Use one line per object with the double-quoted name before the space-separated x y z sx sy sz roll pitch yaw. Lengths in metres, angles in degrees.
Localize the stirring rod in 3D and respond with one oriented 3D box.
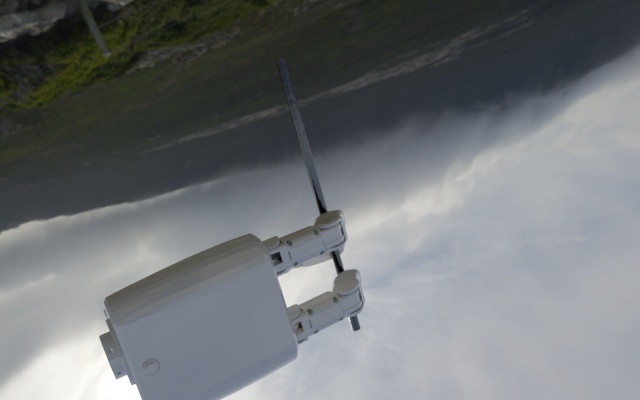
"stirring rod" 0.000 0.001 0.406 0.011 0.239 0.011 -15 11 3
